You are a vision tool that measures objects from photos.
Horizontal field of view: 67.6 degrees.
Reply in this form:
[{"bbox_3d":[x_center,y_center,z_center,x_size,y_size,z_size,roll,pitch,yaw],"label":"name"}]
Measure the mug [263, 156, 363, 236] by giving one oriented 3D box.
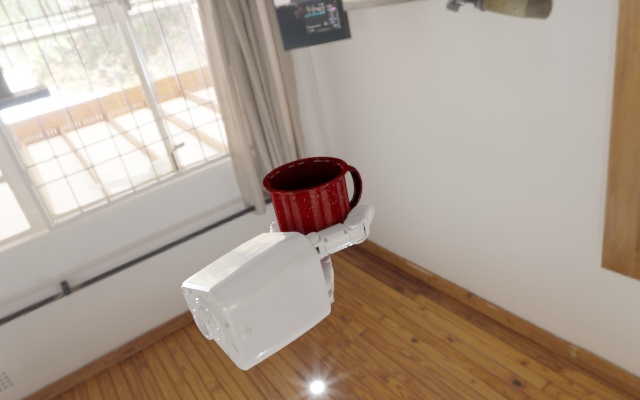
[{"bbox_3d":[0.001,0.001,0.531,0.117,0.081,0.093,-28,30,-31],"label":"mug"}]
